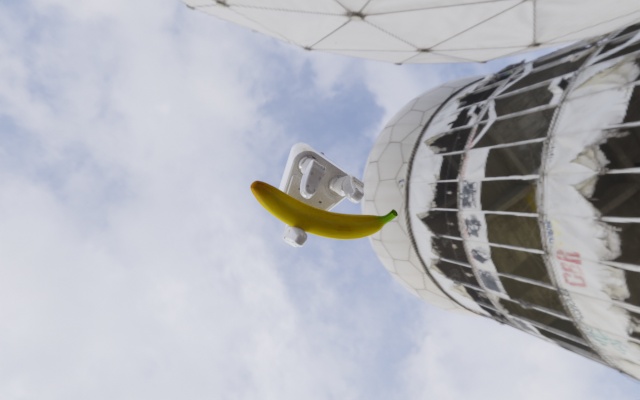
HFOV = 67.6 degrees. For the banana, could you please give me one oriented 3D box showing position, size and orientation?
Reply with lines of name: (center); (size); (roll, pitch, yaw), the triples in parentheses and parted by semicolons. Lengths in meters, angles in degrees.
banana: (-0.001, 0.018, 0.649); (0.198, 0.070, 0.037); (11, 31, -6)
